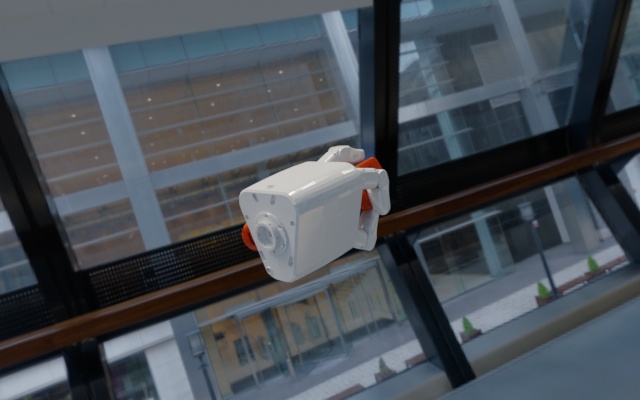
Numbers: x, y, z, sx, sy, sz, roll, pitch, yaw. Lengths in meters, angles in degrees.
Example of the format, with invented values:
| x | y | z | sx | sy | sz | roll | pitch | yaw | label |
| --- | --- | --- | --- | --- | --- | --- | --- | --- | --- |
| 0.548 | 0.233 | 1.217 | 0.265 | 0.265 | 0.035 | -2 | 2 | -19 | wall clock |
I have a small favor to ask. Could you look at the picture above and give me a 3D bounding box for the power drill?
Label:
| x | y | z | sx | sy | sz | roll | pitch | yaw | label |
| --- | --- | --- | --- | --- | --- | --- | --- | --- | --- |
| 0.000 | 0.002 | 0.681 | 0.188 | 0.057 | 0.184 | -24 | 8 | 29 | power drill |
